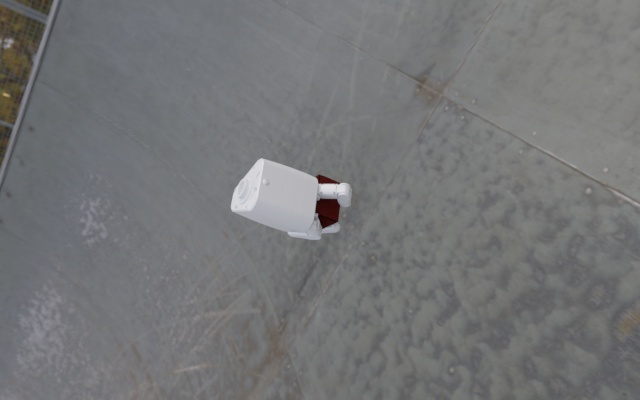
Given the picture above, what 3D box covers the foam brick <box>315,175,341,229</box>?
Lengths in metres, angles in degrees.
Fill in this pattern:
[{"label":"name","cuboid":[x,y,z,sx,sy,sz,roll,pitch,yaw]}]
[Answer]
[{"label":"foam brick","cuboid":[0.000,0.003,0.844,0.051,0.078,0.053,21,-29,-28]}]
